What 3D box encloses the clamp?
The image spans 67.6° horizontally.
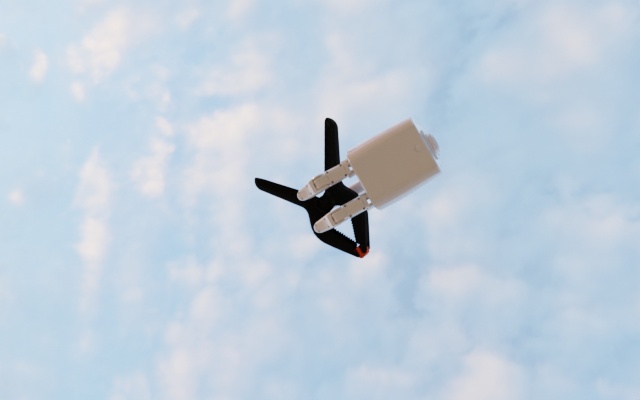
[{"bbox_3d":[0.001,0.003,0.736,0.164,0.210,0.036,-31,-5,21],"label":"clamp"}]
